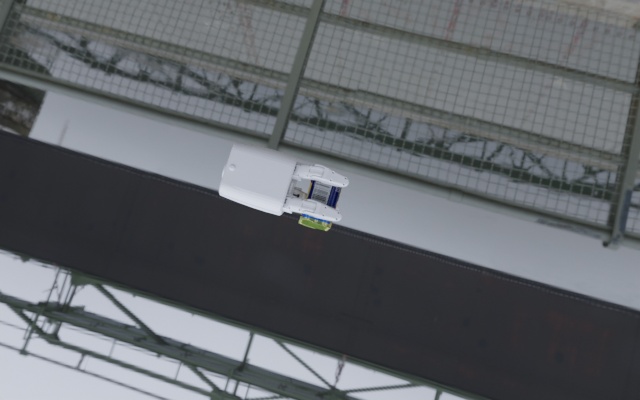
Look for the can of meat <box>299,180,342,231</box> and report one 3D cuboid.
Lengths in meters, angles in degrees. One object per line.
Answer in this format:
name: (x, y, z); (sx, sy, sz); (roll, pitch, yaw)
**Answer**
can of meat: (0.000, 0.003, 0.798); (0.057, 0.084, 0.102); (17, -9, -2)
